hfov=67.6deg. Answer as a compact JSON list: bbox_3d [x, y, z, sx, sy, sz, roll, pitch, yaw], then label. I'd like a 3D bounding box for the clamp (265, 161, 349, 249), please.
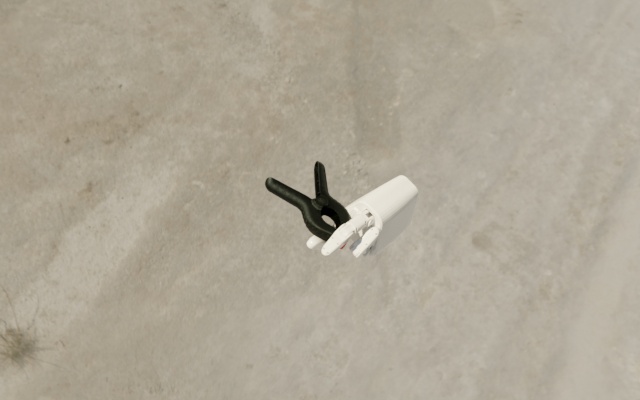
[{"bbox_3d":[0.000,0.002,0.812,0.120,0.171,0.039,-34,-17,-31],"label":"clamp"}]
